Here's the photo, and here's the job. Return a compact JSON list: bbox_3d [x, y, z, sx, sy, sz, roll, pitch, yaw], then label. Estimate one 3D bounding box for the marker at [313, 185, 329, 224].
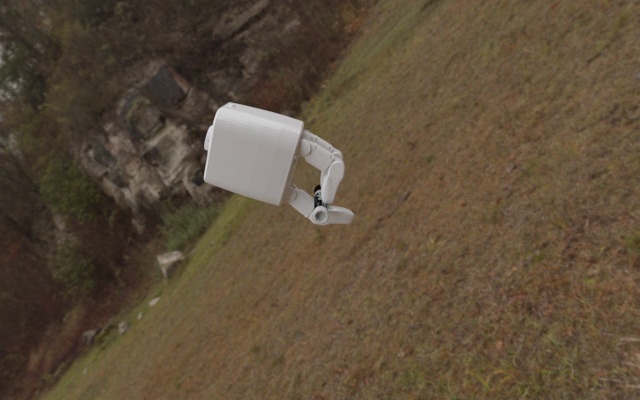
[{"bbox_3d":[0.000,0.002,0.637,0.020,0.020,0.121,0,17,0],"label":"marker"}]
